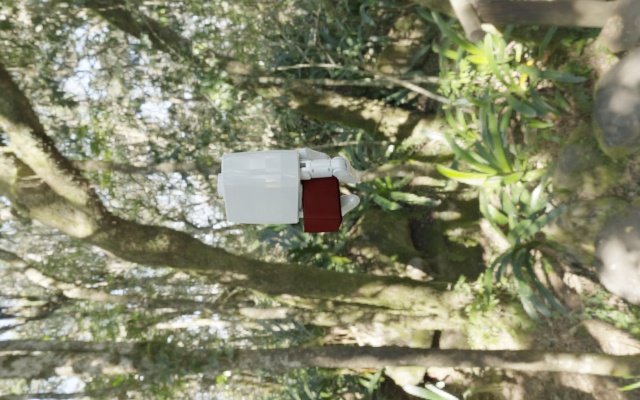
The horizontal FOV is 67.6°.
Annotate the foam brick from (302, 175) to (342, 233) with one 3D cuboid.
[{"bbox_3d":[0.000,0.002,0.683,0.051,0.078,0.053,-1,-26,-6],"label":"foam brick"}]
